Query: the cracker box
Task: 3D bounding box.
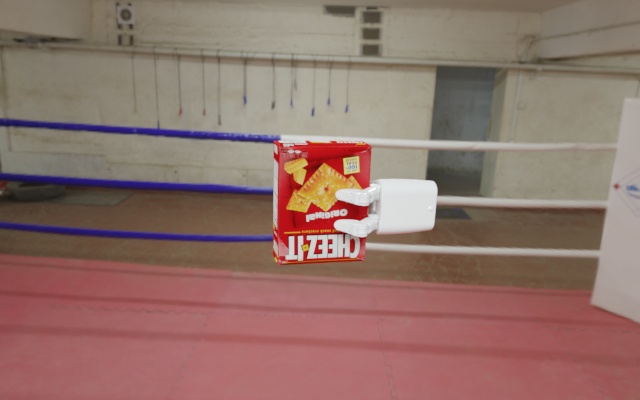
[{"bbox_3d":[0.000,0.003,0.848,0.164,0.214,0.072,-1,15,-12],"label":"cracker box"}]
